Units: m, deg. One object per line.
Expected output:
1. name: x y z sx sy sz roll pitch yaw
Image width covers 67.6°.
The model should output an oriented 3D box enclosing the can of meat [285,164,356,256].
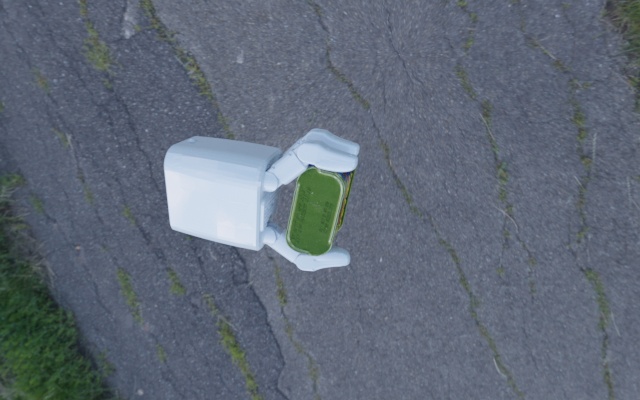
1. can of meat: 0.000 0.002 0.530 0.057 0.102 0.084 14 19 5
